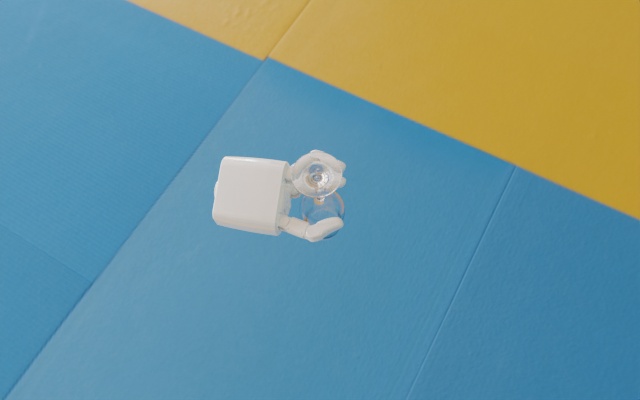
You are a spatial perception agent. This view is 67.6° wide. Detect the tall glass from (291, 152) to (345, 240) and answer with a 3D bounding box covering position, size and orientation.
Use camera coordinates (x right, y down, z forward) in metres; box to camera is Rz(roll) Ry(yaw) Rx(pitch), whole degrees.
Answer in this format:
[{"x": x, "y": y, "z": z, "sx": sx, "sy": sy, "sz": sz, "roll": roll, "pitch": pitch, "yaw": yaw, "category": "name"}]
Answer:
[{"x": 0.000, "y": 0.002, "z": 0.775, "sx": 0.079, "sy": 0.079, "sz": 0.201, "roll": 0, "pitch": -24, "yaw": 4, "category": "tall glass"}]
